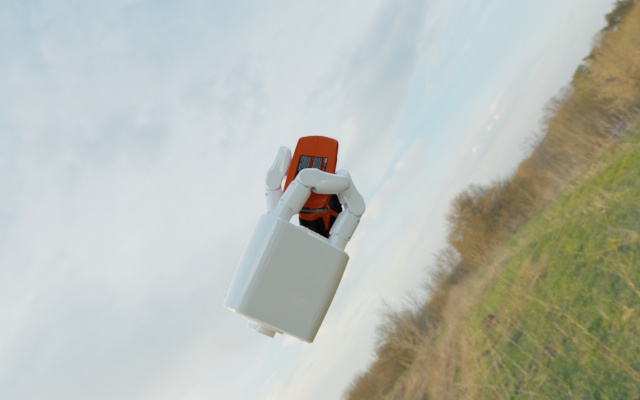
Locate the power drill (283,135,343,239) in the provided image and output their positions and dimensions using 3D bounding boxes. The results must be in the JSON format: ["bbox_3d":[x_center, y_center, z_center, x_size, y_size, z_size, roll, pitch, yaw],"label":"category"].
[{"bbox_3d":[0.000,0.002,0.643,0.057,0.184,0.188,4,-35,9],"label":"power drill"}]
